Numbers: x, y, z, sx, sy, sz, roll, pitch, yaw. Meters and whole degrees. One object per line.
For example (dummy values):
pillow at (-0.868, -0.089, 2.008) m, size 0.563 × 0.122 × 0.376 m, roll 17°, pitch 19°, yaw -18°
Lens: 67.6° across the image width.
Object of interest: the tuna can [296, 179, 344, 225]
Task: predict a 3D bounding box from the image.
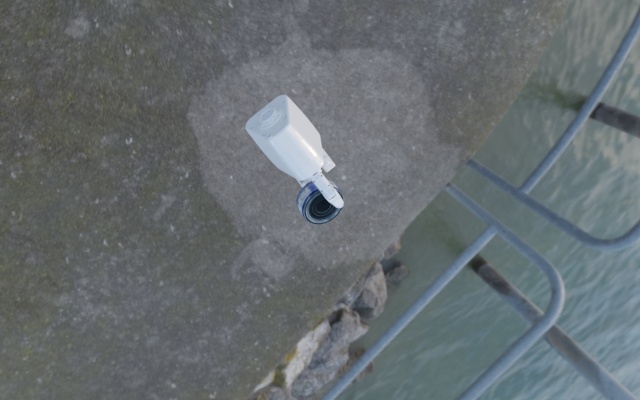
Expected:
tuna can at (0.000, 0.003, 0.896) m, size 0.086 × 0.086 × 0.033 m, roll 0°, pitch 33°, yaw -29°
